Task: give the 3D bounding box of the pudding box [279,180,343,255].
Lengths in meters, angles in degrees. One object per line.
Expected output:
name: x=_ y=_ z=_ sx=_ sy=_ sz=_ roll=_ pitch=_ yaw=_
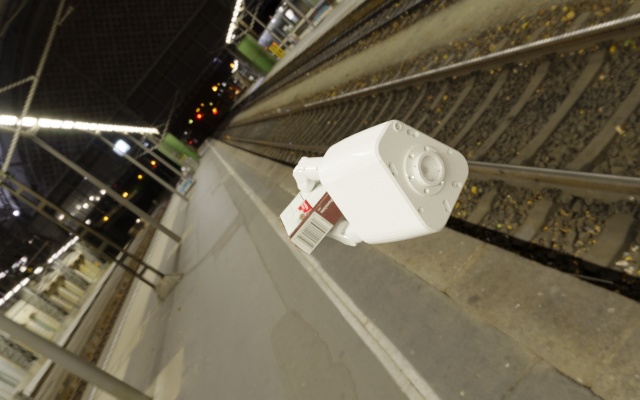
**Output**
pudding box: x=0.000 y=0.002 z=0.599 sx=0.039 sy=0.113 sz=0.090 roll=40 pitch=4 yaw=-18
